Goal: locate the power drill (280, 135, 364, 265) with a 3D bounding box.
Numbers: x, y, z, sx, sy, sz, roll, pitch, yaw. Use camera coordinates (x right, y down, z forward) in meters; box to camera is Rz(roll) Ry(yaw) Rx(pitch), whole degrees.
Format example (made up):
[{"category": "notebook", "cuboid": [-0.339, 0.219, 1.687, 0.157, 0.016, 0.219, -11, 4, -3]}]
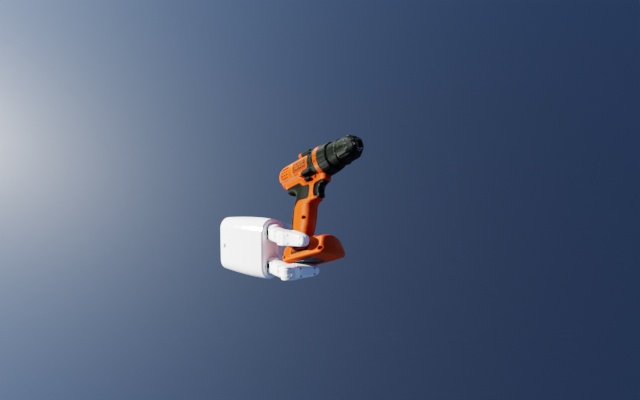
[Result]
[{"category": "power drill", "cuboid": [0.000, 0.003, 0.757, 0.057, 0.187, 0.184, 18, -28, -34]}]
